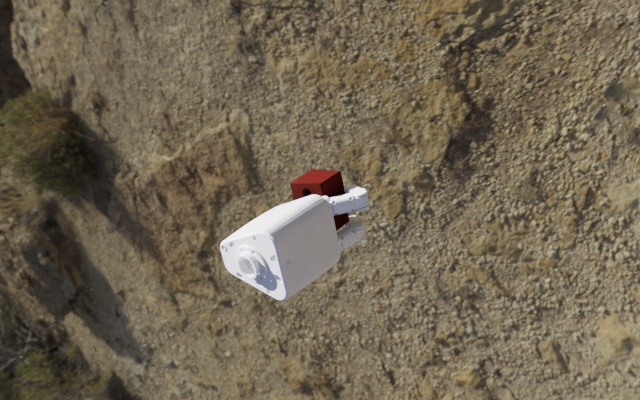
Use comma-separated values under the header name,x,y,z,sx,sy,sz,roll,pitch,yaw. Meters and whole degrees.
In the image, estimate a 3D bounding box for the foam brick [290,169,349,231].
name,x,y,z,sx,sy,sz,roll,pitch,yaw
foam brick,0.000,0.002,0.655,0.053,0.078,0.051,3,24,37
